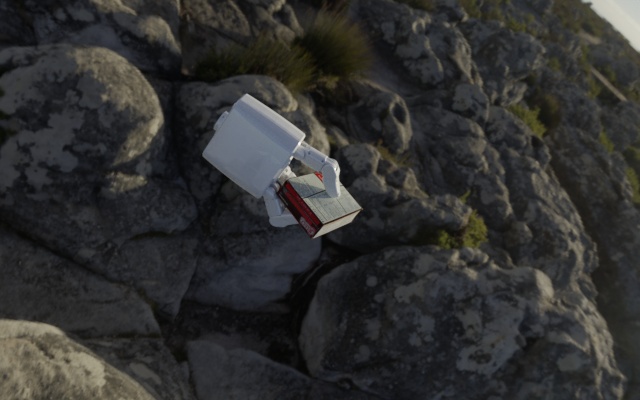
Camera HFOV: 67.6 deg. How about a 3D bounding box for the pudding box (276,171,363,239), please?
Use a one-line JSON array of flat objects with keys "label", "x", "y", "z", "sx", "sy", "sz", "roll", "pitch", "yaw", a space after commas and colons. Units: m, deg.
[{"label": "pudding box", "x": 0.000, "y": 0.002, "z": 0.726, "sx": 0.113, "sy": 0.090, "sz": 0.039, "roll": -19, "pitch": -24, "yaw": -50}]
